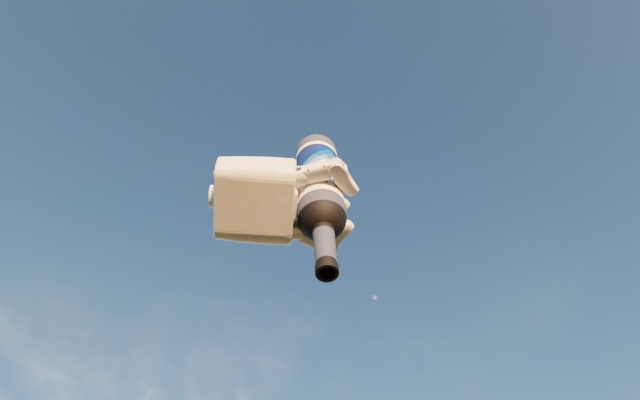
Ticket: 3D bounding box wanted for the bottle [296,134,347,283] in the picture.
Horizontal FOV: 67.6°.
[{"bbox_3d":[0.000,0.002,0.658,0.069,0.069,0.295,0,33,-3],"label":"bottle"}]
